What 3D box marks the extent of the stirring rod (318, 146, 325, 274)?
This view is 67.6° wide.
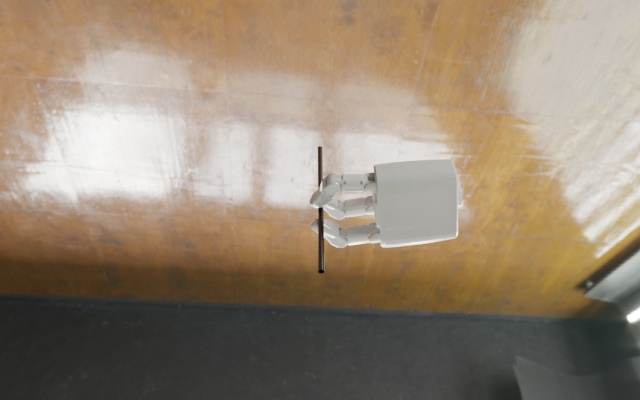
[{"bbox_3d":[0.000,0.002,0.672,0.011,0.239,0.011,0,-45,0],"label":"stirring rod"}]
